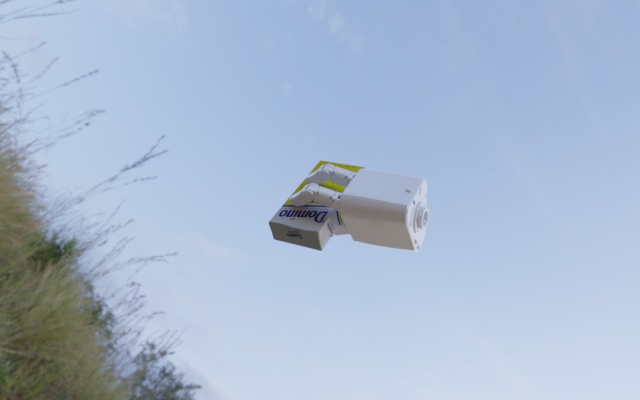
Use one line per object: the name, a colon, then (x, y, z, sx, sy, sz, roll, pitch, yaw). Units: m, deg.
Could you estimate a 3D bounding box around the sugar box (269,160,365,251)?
sugar box: (0.000, 0.002, 0.793, 0.093, 0.048, 0.176, 10, 41, 28)
